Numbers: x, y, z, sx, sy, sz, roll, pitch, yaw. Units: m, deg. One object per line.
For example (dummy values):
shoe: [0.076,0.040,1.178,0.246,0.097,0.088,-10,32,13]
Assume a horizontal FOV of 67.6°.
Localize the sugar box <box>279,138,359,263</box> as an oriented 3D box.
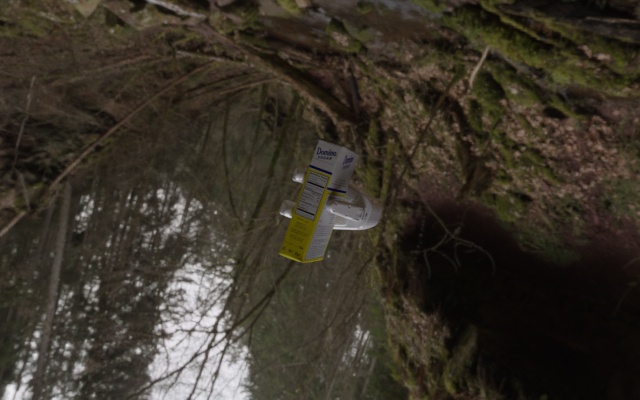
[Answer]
sugar box: [0.000,0.002,0.710,0.048,0.176,0.093,18,3,19]
